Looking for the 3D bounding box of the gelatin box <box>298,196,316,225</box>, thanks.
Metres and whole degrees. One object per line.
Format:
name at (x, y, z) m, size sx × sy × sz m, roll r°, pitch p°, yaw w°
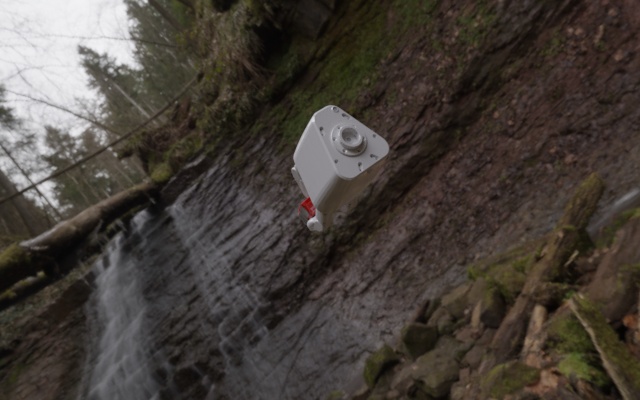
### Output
gelatin box at (0.000, 0.002, 0.798) m, size 0.073 × 0.030 × 0.089 m, roll -41°, pitch -6°, yaw -14°
